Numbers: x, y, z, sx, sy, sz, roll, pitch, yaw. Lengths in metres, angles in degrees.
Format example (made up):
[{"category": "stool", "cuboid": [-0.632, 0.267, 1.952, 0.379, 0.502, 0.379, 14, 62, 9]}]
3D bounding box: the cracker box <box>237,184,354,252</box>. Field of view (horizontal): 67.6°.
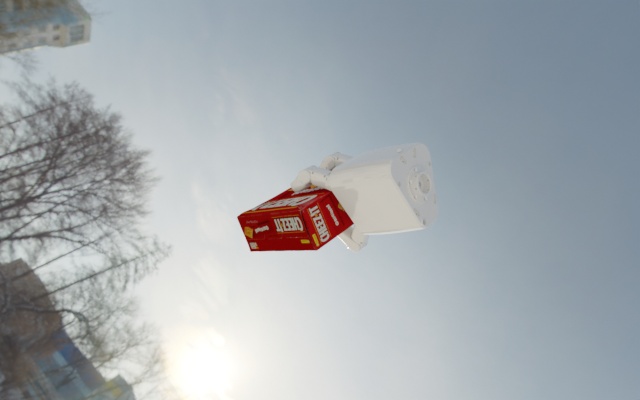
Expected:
[{"category": "cracker box", "cuboid": [0.000, 0.003, 0.757, 0.213, 0.072, 0.164, -31, 15, -40]}]
